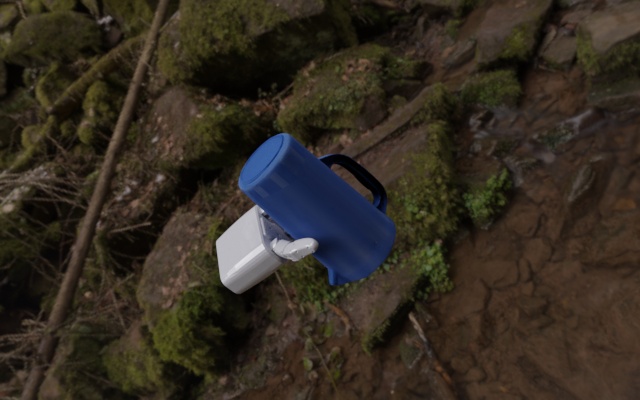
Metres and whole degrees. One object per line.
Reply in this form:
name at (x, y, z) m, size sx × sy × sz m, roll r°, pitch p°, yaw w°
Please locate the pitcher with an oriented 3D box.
pitcher at (0.000, 0.003, 0.746) m, size 0.145 × 0.243 × 0.149 m, roll -37°, pitch 28°, yaw 22°
